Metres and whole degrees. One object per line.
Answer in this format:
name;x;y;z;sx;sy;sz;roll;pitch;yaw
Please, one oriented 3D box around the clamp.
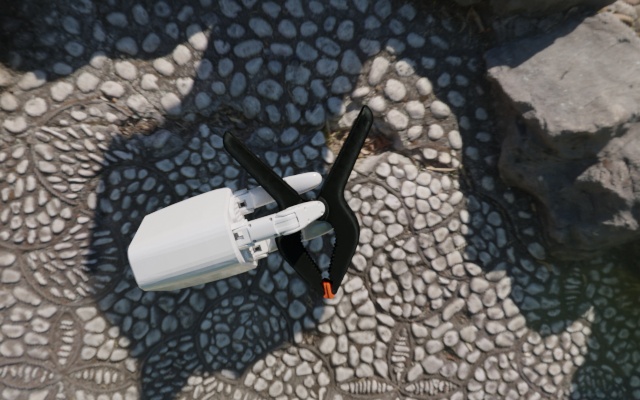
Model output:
clamp;0.000;0.002;0.526;0.164;0.210;0.036;-17;6;2
